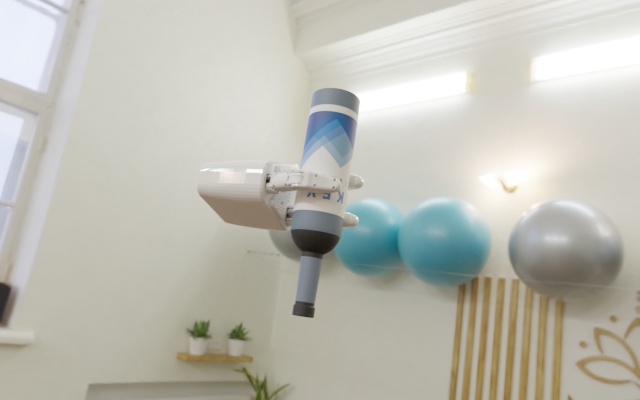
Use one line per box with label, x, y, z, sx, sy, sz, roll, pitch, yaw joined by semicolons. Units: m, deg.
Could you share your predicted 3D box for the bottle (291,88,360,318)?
bottle;0.000;0.002;0.624;0.069;0.295;0.069;8;-13;2
